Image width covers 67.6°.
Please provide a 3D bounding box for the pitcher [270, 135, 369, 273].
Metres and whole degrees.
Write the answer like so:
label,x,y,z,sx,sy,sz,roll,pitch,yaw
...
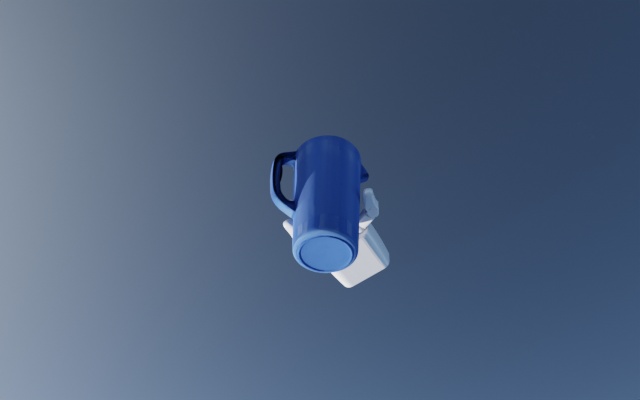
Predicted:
label,x,y,z,sx,sy,sz,roll,pitch,yaw
pitcher,0.000,0.003,0.852,0.149,0.242,0.145,-20,-51,20
